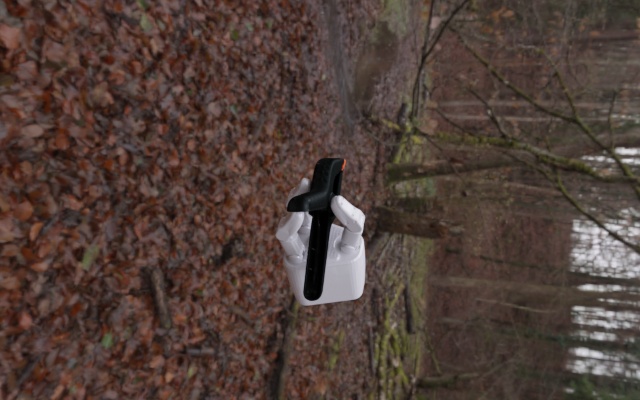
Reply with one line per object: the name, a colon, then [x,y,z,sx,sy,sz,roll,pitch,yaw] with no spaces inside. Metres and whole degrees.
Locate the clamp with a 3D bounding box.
clamp: [0.001,0.002,0.629,0.036,0.209,0.165,4,-42,13]
